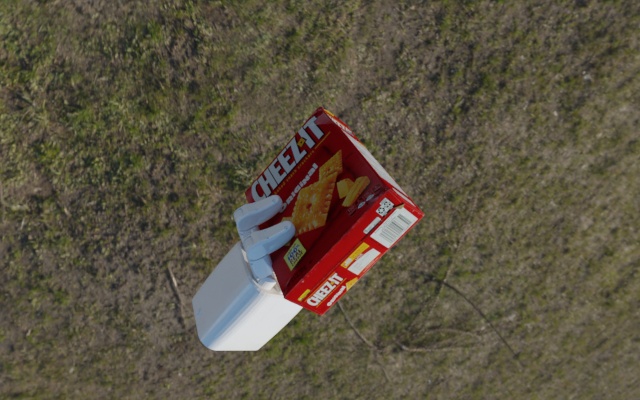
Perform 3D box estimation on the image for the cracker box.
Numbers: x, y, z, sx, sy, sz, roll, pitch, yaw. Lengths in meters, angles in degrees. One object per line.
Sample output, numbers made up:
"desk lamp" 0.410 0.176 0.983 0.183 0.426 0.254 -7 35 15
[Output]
"cracker box" 0.000 0.002 0.579 0.072 0.164 0.213 34 16 -37
